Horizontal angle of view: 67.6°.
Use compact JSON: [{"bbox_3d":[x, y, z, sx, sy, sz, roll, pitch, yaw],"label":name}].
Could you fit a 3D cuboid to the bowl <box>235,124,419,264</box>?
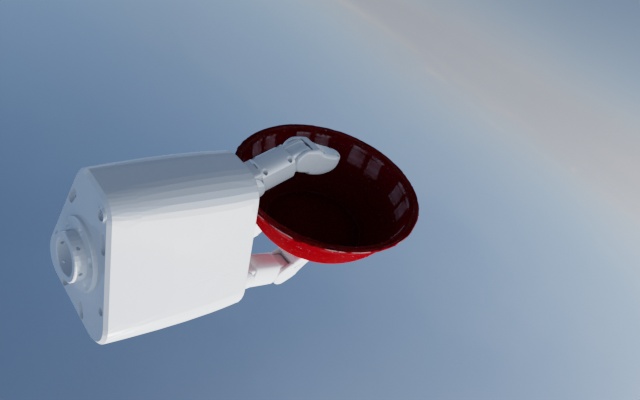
[{"bbox_3d":[0.001,0.002,0.417,0.162,0.055,0.162,12,40,-10],"label":"bowl"}]
